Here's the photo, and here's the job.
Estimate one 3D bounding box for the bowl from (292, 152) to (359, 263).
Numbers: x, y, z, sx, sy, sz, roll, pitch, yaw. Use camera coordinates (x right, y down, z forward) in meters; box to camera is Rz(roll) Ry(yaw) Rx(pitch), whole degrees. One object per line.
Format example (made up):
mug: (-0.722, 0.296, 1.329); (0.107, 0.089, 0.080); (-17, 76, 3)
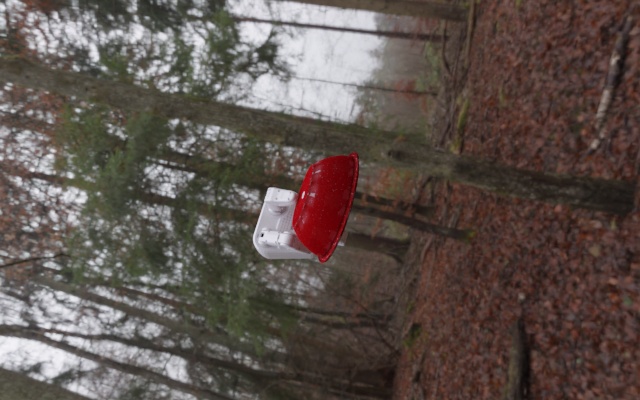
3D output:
bowl: (0.000, 0.001, 0.662); (0.055, 0.162, 0.162); (17, -3, -10)
